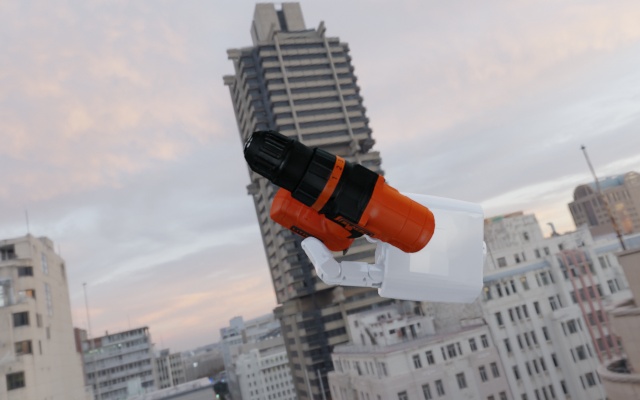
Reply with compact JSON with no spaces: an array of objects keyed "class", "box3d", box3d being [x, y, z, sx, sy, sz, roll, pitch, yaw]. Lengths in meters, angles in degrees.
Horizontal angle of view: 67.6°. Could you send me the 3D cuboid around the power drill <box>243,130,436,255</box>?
[{"class":"power drill","box3d":[0.000,0.002,0.485,0.184,0.057,0.187,29,-13,-9]}]
